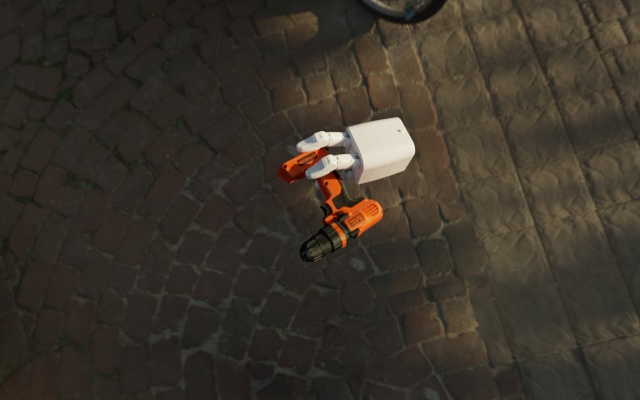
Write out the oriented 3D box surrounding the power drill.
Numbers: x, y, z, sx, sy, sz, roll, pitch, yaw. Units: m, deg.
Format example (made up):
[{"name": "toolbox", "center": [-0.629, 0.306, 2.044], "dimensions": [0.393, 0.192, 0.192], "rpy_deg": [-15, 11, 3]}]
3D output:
[{"name": "power drill", "center": [0.000, 0.002, 0.893], "dimensions": [0.184, 0.187, 0.057], "rpy_deg": [-31, -8, -26]}]
